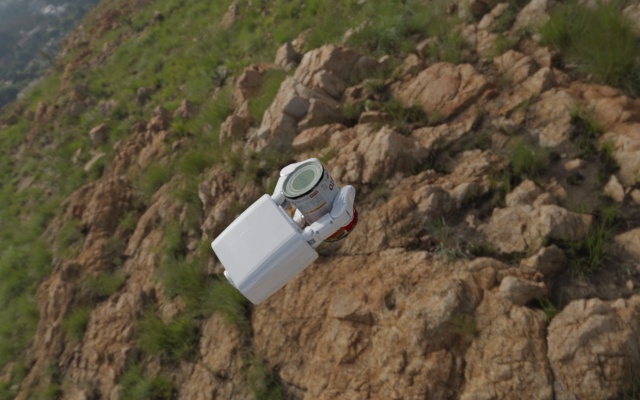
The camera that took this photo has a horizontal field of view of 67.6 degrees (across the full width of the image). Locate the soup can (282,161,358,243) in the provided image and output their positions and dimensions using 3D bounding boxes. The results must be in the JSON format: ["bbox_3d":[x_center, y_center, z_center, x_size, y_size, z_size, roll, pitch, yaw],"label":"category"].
[{"bbox_3d":[0.000,0.002,0.667,0.068,0.068,0.102,0,-39,40],"label":"soup can"}]
